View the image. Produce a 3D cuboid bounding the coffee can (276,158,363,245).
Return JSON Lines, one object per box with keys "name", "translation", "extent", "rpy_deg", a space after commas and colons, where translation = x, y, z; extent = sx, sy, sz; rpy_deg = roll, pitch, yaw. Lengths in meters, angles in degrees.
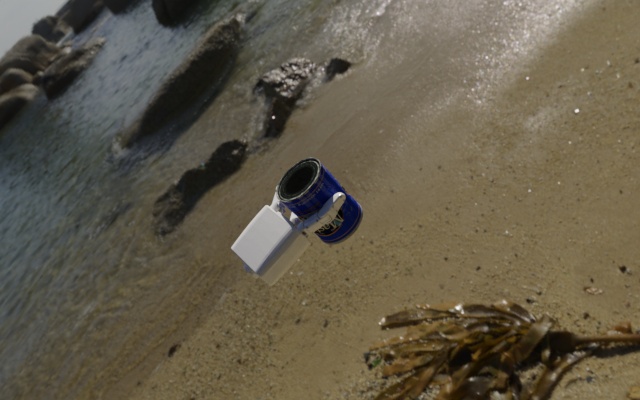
{"name": "coffee can", "translation": [0.000, 0.003, 0.898], "extent": [0.103, 0.102, 0.140], "rpy_deg": [0, -37, 47]}
